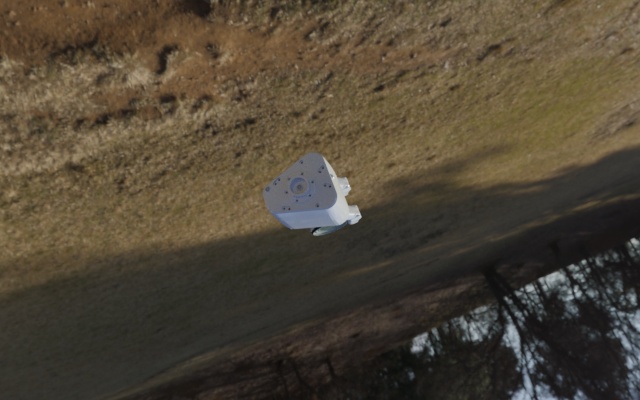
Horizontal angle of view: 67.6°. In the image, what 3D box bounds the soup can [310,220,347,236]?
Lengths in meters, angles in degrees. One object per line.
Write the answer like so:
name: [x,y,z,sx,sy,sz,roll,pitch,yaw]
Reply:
soup can: [0.000,0.003,0.845,0.068,0.102,0.068,-19,-17,-6]
